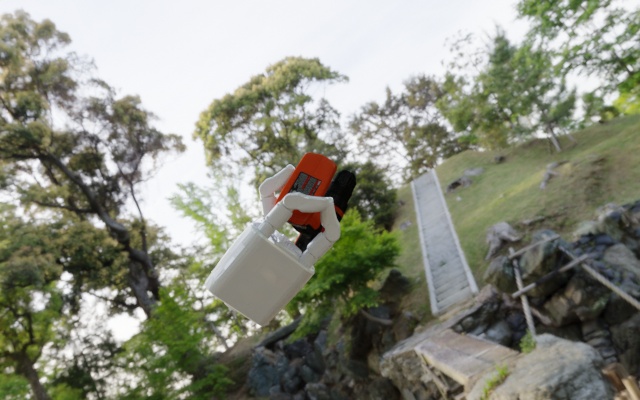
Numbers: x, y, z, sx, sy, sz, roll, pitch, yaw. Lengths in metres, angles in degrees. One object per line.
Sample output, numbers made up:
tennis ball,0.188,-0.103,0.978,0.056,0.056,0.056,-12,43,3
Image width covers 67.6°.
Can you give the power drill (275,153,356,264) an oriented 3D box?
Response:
power drill,0.000,0.002,0.741,0.057,0.184,0.188,23,-17,18
